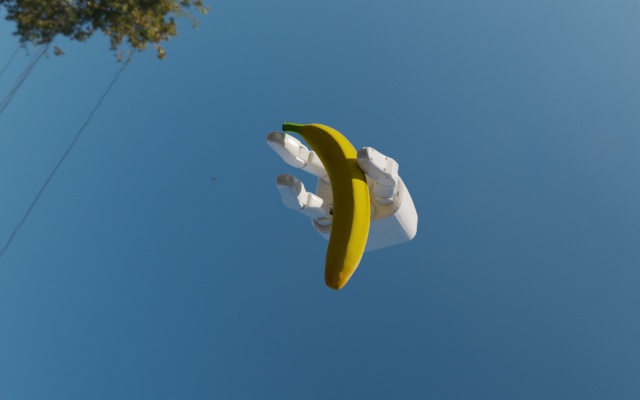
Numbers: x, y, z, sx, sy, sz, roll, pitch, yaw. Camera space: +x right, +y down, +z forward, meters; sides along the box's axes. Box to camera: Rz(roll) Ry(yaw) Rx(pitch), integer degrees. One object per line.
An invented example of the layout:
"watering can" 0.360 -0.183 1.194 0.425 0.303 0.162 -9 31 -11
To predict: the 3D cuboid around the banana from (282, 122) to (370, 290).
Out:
"banana" 0.016 -0.008 0.490 0.069 0.197 0.037 -23 -29 11
